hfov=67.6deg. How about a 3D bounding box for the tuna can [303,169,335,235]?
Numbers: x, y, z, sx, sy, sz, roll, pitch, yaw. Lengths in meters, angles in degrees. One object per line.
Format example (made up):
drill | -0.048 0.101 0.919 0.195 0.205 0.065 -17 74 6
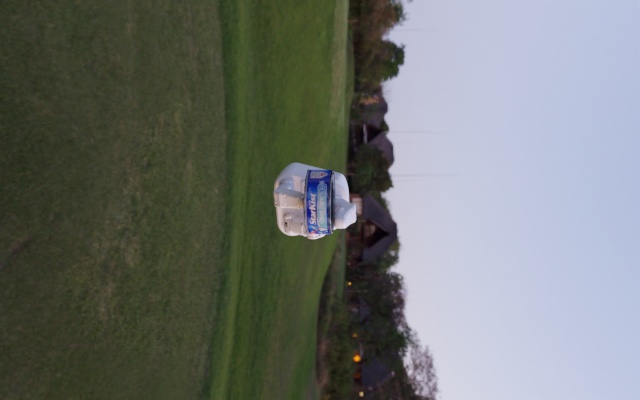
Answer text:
tuna can | 0.001 0.002 0.625 0.034 0.086 0.086 1 0 6
